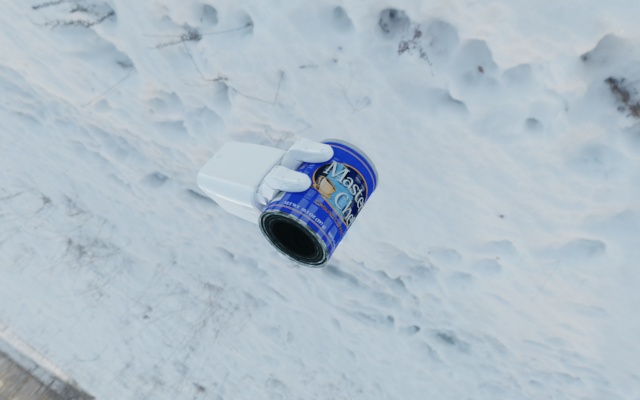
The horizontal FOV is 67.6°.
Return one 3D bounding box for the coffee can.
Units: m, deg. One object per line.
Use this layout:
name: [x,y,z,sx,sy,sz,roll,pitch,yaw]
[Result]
coffee can: [0.000,0.002,0.625,0.103,0.103,0.140,0,43,43]
